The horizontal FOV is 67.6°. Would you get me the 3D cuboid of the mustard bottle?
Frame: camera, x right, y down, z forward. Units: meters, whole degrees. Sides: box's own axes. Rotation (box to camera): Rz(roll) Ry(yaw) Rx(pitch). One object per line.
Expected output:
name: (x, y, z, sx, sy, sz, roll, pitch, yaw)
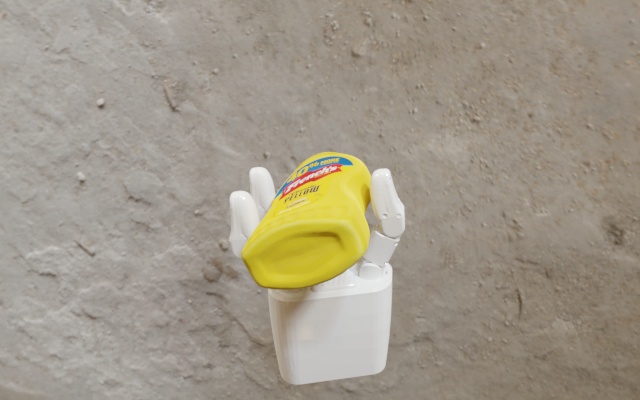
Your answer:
mustard bottle: (0.000, 0.001, 0.433, 0.096, 0.058, 0.191, -21, 20, 18)
